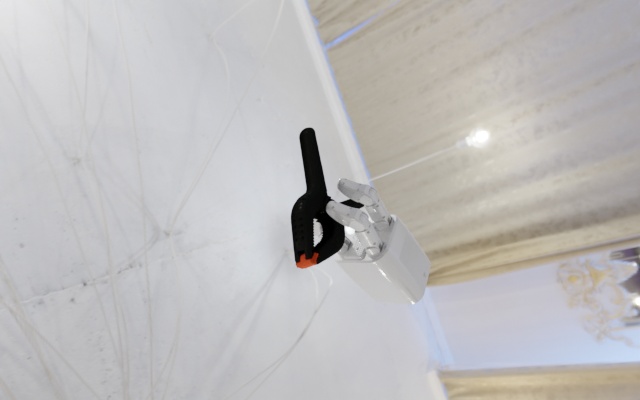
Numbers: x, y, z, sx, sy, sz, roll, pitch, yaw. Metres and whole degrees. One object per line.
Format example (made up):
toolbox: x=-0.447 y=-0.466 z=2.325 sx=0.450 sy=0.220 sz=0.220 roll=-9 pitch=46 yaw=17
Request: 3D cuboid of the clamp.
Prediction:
clamp: x=-0.001 y=0.003 z=0.680 sx=0.036 sy=0.164 sz=0.209 roll=-24 pitch=27 yaw=38
